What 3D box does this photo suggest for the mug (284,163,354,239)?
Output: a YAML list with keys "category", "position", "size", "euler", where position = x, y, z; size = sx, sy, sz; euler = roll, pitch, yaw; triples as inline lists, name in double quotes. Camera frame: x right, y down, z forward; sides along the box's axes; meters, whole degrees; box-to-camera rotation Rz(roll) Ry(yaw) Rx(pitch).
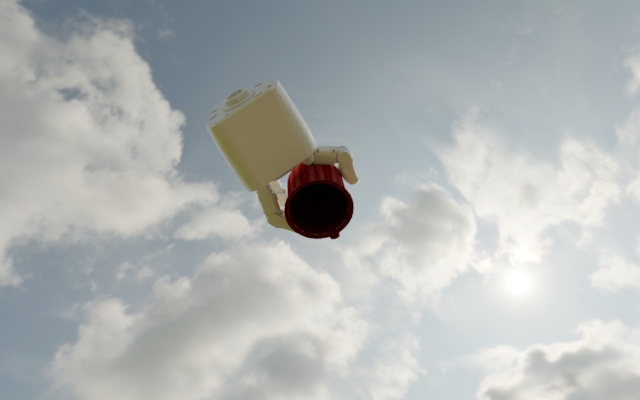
- category: "mug"
  position: [0.001, 0.003, 0.672]
  size: [0.093, 0.117, 0.081]
  euler: [-25, 30, 9]
